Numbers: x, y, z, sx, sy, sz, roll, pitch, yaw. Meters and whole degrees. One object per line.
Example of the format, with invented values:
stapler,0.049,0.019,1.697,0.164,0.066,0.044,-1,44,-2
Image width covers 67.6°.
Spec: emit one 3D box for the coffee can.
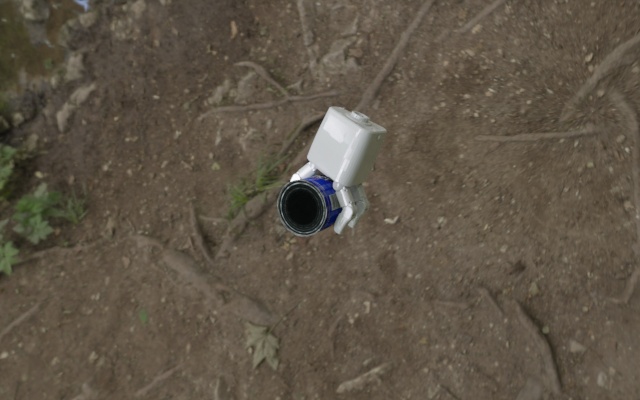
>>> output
coffee can,0.000,0.003,0.895,0.103,0.103,0.140,0,9,30
